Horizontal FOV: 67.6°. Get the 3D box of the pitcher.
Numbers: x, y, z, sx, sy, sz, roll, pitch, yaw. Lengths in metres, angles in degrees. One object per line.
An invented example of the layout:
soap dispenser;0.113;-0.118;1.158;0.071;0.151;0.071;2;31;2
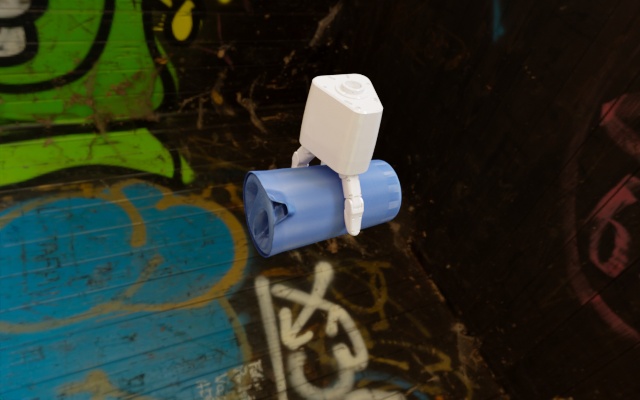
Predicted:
pitcher;0.000;0.002;0.785;0.243;0.145;0.149;-10;44;-25
